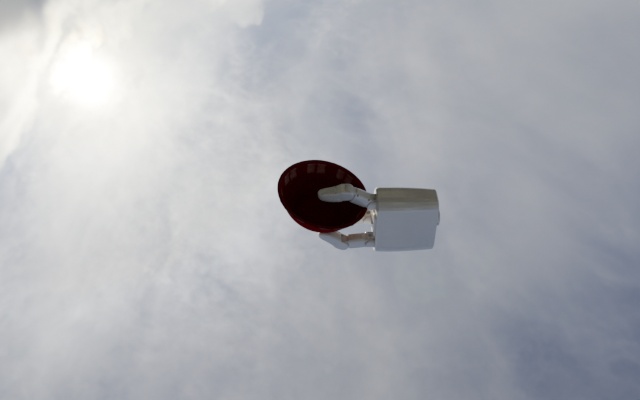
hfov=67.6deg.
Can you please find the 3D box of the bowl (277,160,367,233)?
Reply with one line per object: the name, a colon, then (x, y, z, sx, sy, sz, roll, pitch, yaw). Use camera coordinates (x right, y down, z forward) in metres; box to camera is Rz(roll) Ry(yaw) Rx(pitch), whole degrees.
bowl: (-0.001, 0.003, 0.841, 0.162, 0.162, 0.055, 0, -41, -16)
